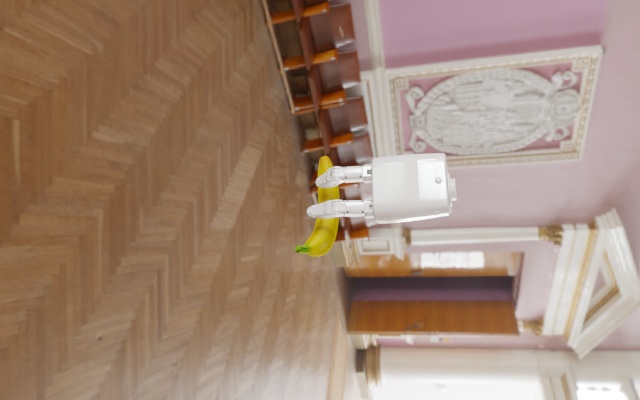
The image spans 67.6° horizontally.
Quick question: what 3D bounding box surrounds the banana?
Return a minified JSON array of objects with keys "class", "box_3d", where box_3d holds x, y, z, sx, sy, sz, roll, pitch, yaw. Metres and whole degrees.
[{"class":"banana","box_3d":[0.006,0.017,0.764,0.037,0.197,0.070,-7,-43,22]}]
